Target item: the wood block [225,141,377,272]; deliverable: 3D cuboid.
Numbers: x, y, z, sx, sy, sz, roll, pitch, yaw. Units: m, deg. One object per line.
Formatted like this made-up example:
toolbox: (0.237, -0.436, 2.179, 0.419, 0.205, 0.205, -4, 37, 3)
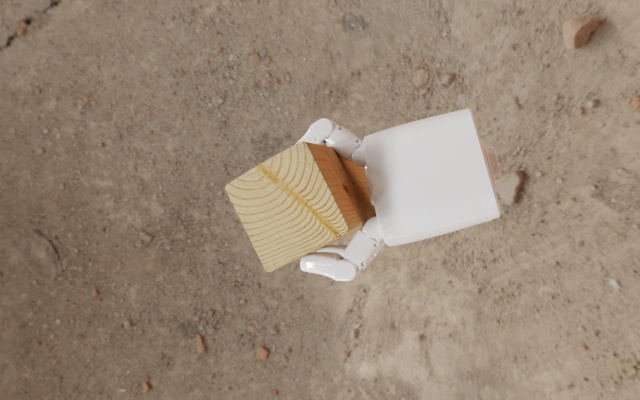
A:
wood block: (0.000, 0.001, 0.513, 0.090, 0.091, 0.206, -28, -6, 17)
